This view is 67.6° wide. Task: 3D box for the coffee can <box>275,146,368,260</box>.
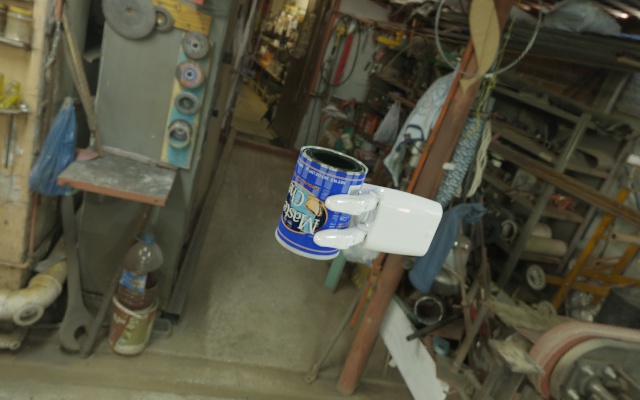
[{"bbox_3d":[0.000,0.002,0.712,0.103,0.140,0.102,16,19,-6],"label":"coffee can"}]
